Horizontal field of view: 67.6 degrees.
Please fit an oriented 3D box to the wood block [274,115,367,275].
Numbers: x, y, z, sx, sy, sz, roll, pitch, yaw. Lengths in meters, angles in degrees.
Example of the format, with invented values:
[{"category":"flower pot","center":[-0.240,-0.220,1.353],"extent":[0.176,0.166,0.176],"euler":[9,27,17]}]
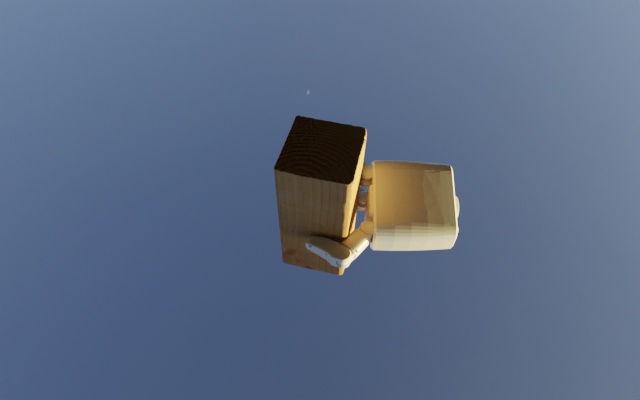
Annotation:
[{"category":"wood block","center":[0.000,0.002,0.619],"extent":[0.090,0.090,0.206],"euler":[12,-36,8]}]
